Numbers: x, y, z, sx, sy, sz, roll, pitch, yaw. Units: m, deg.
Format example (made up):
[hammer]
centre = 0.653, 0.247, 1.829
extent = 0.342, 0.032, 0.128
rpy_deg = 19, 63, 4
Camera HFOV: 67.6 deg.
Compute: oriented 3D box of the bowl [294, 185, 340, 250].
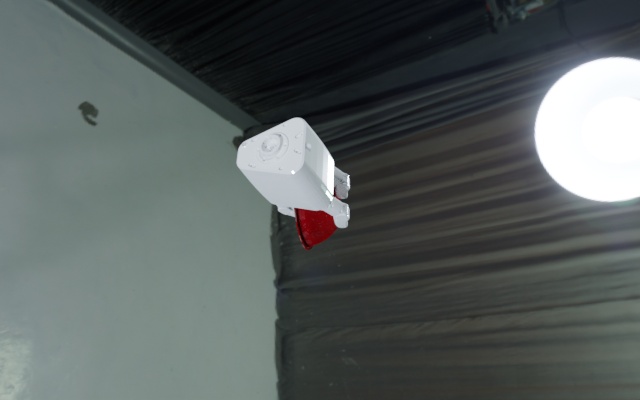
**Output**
[bowl]
centre = 0.001, 0.003, 0.811
extent = 0.055, 0.162, 0.162
rpy_deg = -4, -1, 11
